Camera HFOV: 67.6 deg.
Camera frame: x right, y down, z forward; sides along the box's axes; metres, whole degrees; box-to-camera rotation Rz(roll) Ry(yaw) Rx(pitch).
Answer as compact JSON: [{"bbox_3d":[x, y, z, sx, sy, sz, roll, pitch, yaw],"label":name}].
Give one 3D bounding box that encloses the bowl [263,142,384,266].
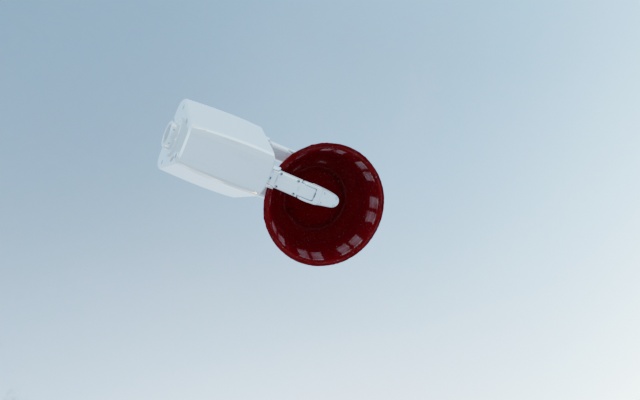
[{"bbox_3d":[0.001,0.003,0.632,0.162,0.162,0.055,0,12,-16],"label":"bowl"}]
